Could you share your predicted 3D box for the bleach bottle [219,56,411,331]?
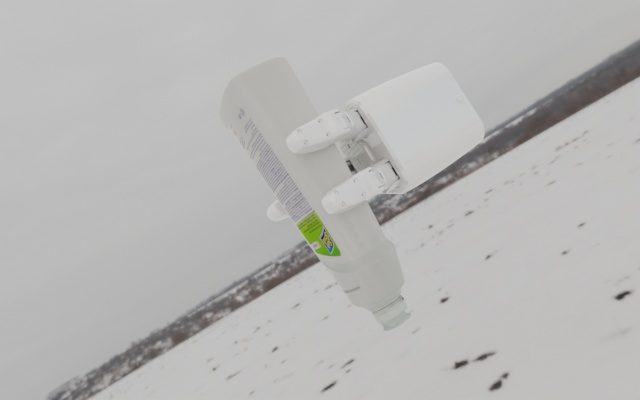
[{"bbox_3d":[0.000,0.001,0.433,0.068,0.251,0.102,-30,-4,-20],"label":"bleach bottle"}]
